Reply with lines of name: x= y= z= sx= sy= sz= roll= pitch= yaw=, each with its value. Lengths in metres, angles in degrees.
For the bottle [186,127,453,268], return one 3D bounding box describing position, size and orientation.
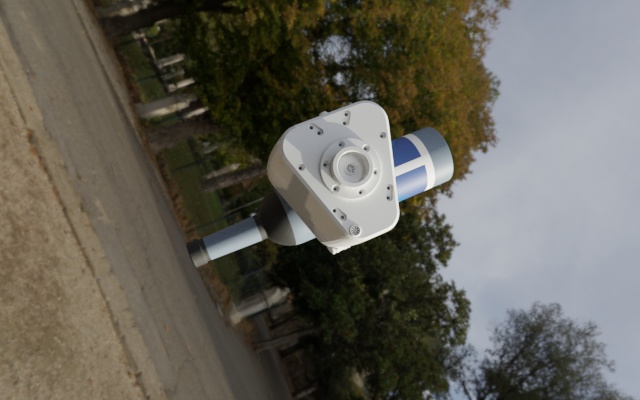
bottle: x=0.000 y=0.002 z=0.520 sx=0.295 sy=0.069 sz=0.069 roll=-22 pitch=4 yaw=-11
